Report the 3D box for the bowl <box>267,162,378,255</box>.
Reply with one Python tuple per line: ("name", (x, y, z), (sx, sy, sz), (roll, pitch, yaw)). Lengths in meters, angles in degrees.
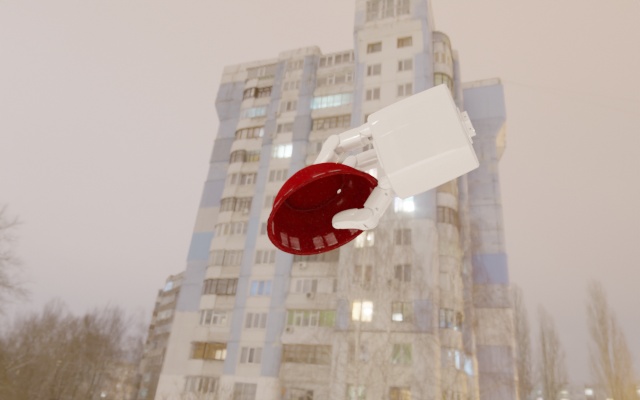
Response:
("bowl", (-0.001, 0.002, 0.635), (0.162, 0.055, 0.162), (-15, -40, -13))
